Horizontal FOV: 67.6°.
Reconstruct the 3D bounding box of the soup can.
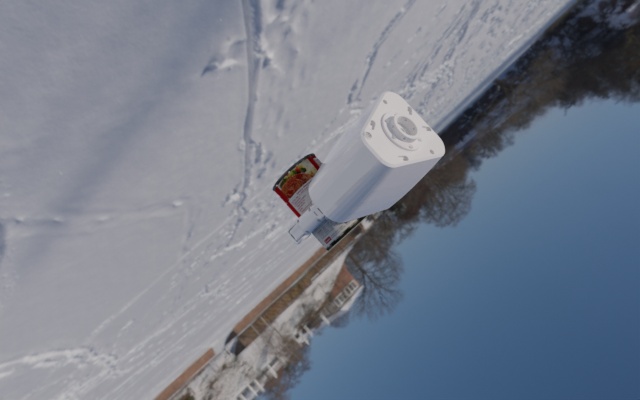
[{"bbox_3d":[0.000,0.002,0.583,0.068,0.102,0.068,-41,-5,-5],"label":"soup can"}]
